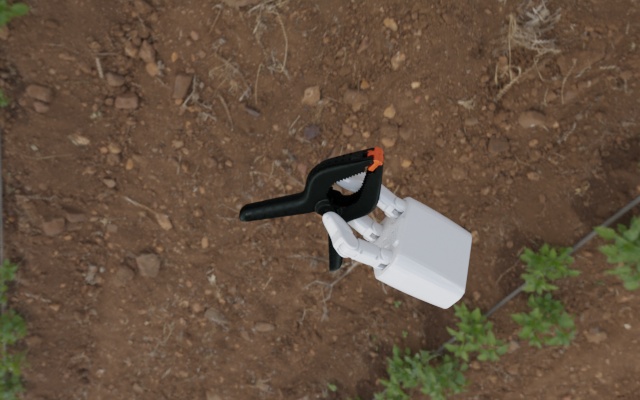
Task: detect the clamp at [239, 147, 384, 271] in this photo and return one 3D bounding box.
[{"bbox_3d":[0.000,0.002,0.609,0.164,0.036,0.210,25,-49,-14],"label":"clamp"}]
